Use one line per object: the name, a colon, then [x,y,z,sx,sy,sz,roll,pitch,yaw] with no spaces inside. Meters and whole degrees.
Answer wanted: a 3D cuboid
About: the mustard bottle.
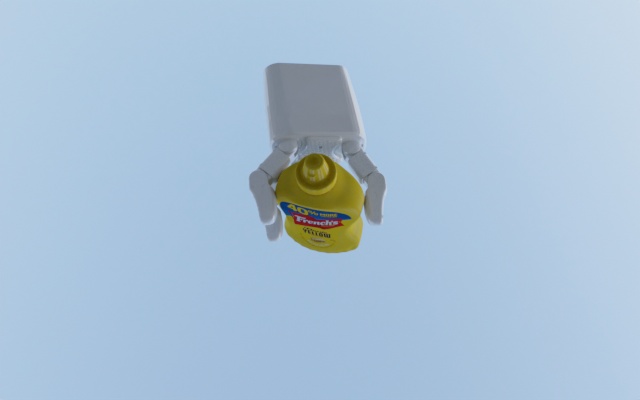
mustard bottle: [0.000,0.002,0.529,0.096,0.058,0.192,13,-23,9]
